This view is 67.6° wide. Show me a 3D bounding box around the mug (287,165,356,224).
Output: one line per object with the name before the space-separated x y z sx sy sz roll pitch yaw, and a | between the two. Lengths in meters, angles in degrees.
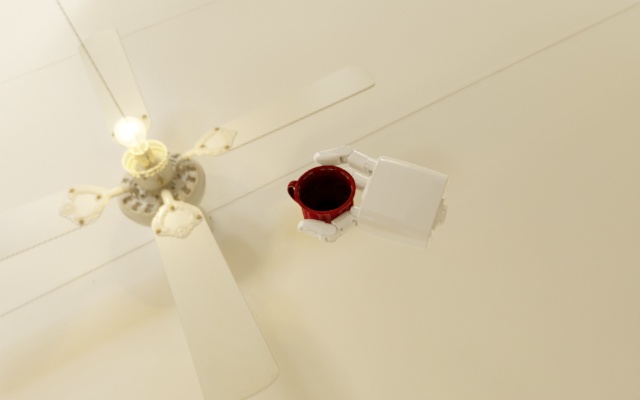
mug | -0.001 0.002 0.747 0.117 0.093 0.082 18 -32 19
